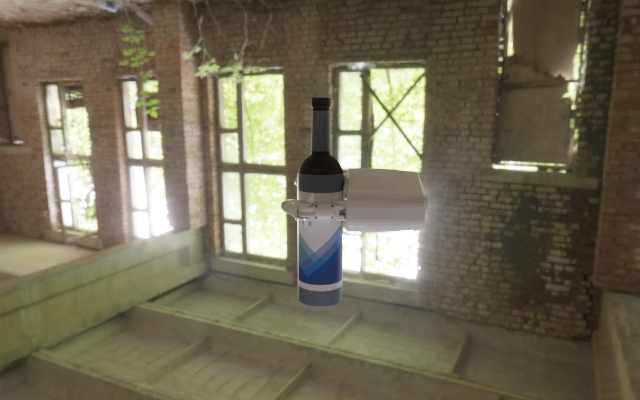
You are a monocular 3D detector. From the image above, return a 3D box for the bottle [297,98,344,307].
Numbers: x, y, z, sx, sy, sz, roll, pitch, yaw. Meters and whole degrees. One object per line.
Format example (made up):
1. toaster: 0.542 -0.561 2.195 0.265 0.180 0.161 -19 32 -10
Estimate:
1. bottle: 0.000 0.003 0.689 0.069 0.296 0.069 0 11 0
